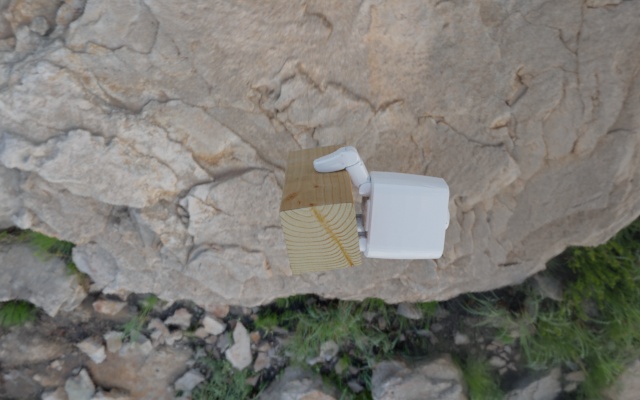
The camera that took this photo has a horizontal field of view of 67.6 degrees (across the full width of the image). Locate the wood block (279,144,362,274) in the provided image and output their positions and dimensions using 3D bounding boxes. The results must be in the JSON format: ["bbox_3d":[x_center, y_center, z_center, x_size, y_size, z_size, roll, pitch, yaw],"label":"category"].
[{"bbox_3d":[0.000,0.002,0.661,0.090,0.091,0.206,-8,25,3],"label":"wood block"}]
